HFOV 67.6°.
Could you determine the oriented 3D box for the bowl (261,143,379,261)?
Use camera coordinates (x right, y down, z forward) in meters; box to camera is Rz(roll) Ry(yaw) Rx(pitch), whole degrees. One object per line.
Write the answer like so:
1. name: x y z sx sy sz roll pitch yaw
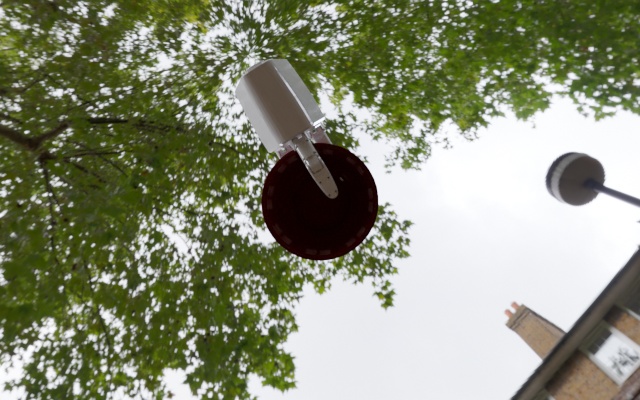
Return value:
1. bowl: 0.001 0.004 0.677 0.162 0.162 0.055 0 -2 3
